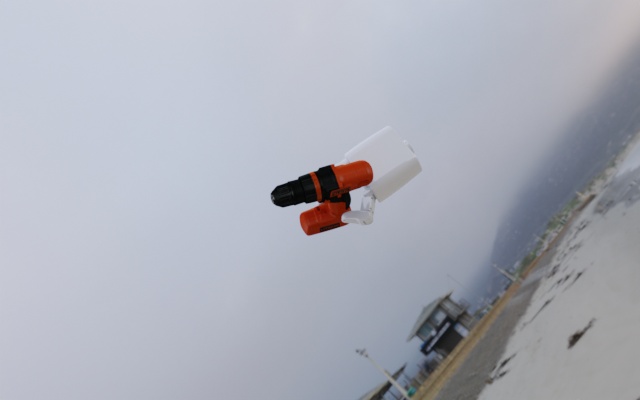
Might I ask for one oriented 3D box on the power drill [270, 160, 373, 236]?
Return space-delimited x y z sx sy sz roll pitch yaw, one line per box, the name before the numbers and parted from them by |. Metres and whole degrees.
power drill | 0.000 0.003 0.886 0.184 0.057 0.188 -15 -23 -10
